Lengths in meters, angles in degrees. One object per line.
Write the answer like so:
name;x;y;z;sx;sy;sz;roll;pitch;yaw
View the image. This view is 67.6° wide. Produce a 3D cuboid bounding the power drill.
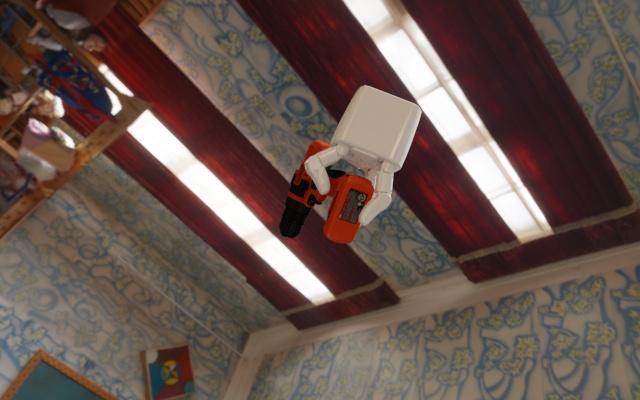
power drill;0.000;0.002;0.793;0.057;0.184;0.187;16;10;-31
